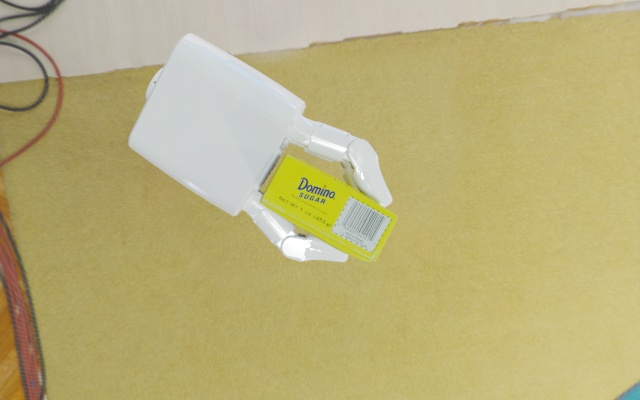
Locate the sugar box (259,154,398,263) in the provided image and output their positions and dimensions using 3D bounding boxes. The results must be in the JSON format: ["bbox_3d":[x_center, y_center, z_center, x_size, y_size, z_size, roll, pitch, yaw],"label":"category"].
[{"bbox_3d":[0.000,0.001,0.416,0.093,0.048,0.176,30,3,-6],"label":"sugar box"}]
